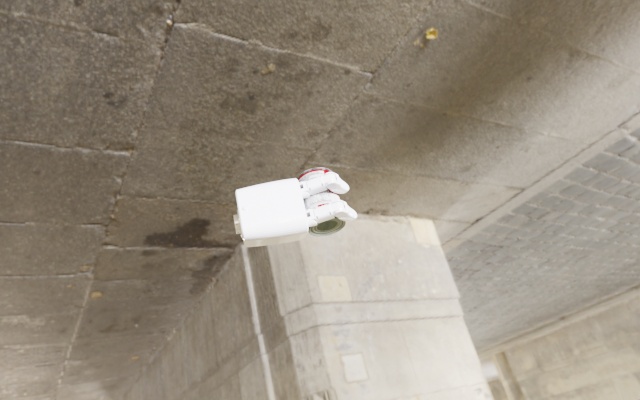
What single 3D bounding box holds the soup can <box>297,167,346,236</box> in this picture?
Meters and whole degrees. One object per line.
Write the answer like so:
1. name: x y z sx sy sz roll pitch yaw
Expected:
1. soup can: 0.001 0.003 0.833 0.068 0.102 0.068 -11 -29 -6
